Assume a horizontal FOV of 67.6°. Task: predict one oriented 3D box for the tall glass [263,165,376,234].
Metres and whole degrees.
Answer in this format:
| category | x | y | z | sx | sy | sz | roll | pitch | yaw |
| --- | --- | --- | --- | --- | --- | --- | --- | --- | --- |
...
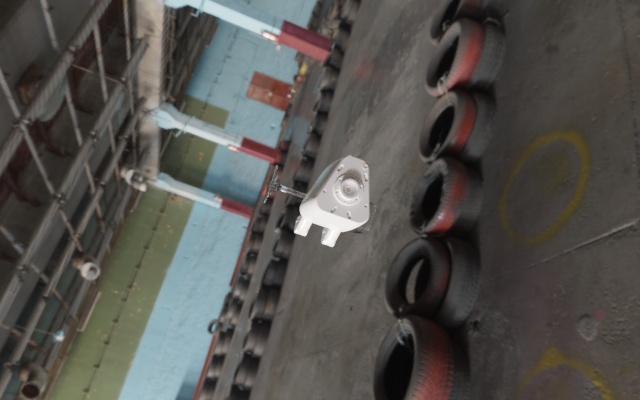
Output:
| category | x | y | z | sx | sy | sz | roll | pitch | yaw |
| --- | --- | --- | --- | --- | --- | --- | --- | --- | --- |
| tall glass | -0.001 | 0.003 | 0.889 | 0.201 | 0.079 | 0.079 | 20 | -4 | -11 |
